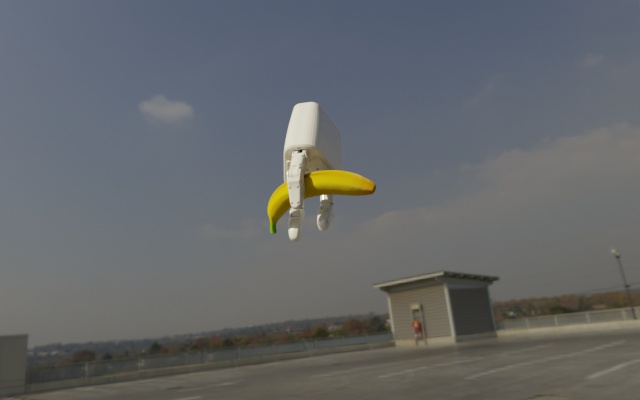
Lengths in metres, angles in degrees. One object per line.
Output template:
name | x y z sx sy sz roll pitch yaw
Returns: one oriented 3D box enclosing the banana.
banana | -0.012 -0.011 0.741 0.198 0.070 0.037 -22 23 27
